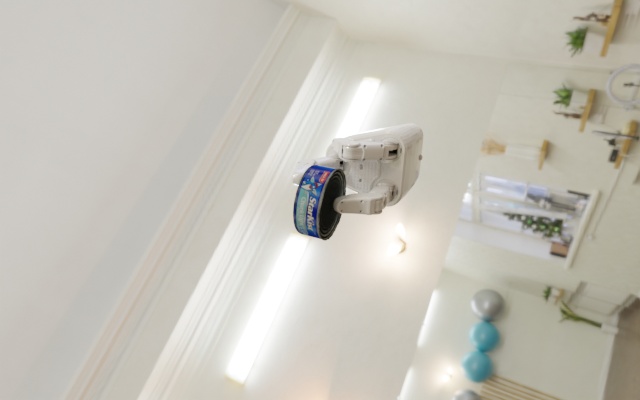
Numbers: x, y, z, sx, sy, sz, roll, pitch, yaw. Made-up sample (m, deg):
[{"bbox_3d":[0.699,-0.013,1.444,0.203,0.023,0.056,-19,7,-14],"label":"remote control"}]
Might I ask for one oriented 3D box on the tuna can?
[{"bbox_3d":[0.000,0.002,0.560,0.034,0.086,0.086,13,4,19],"label":"tuna can"}]
